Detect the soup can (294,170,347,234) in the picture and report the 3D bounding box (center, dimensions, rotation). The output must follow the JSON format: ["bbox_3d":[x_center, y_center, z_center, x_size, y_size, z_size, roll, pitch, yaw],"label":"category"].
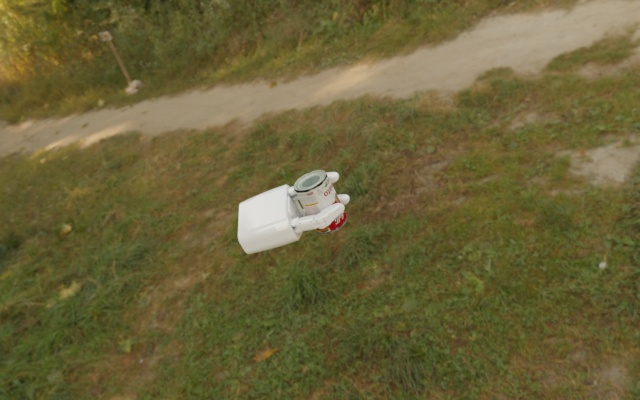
[{"bbox_3d":[0.000,0.003,0.890,0.068,0.102,0.068,-20,29,12],"label":"soup can"}]
